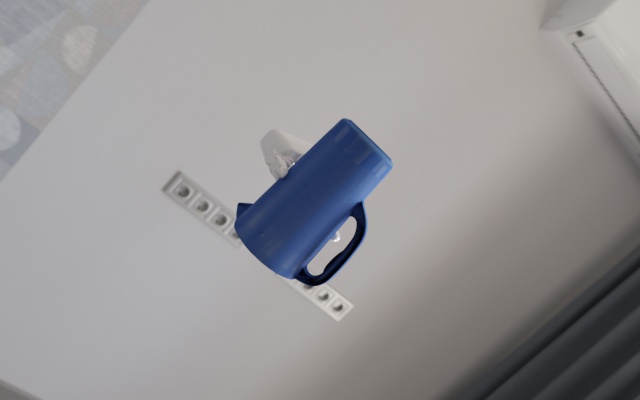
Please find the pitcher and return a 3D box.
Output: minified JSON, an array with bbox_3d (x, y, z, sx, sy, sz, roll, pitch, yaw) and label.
[{"bbox_3d":[0.000,0.002,0.733,0.149,0.243,0.145,39,10,-32],"label":"pitcher"}]
